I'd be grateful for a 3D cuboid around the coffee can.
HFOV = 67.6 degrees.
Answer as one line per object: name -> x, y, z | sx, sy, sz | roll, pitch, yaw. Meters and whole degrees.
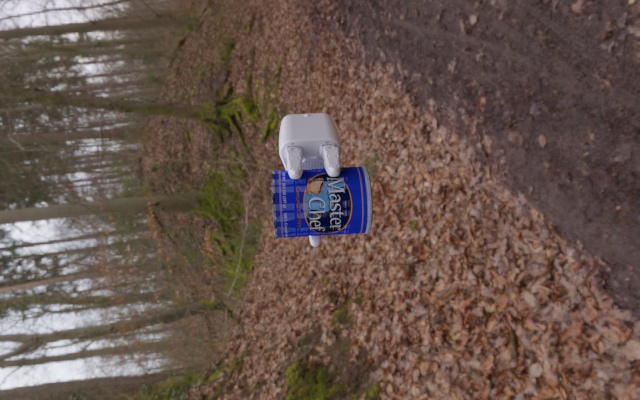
coffee can -> 0.000, 0.002, 0.715 | 0.140, 0.103, 0.103 | -3, 0, -3
